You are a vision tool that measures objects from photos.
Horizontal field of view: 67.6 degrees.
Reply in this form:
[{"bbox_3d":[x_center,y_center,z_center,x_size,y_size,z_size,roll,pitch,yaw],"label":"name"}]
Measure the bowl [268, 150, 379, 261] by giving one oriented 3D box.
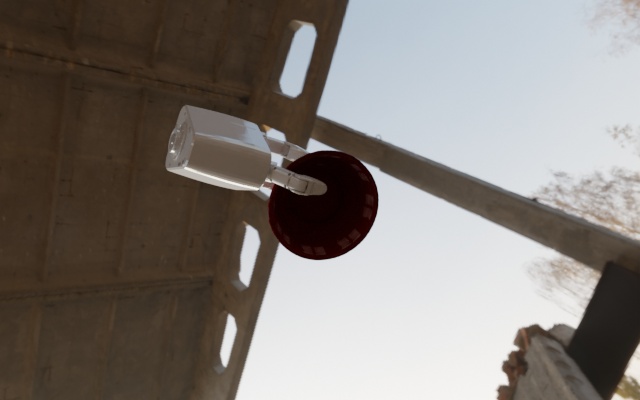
[{"bbox_3d":[0.001,0.003,0.692,0.162,0.162,0.055,0,16,-15],"label":"bowl"}]
